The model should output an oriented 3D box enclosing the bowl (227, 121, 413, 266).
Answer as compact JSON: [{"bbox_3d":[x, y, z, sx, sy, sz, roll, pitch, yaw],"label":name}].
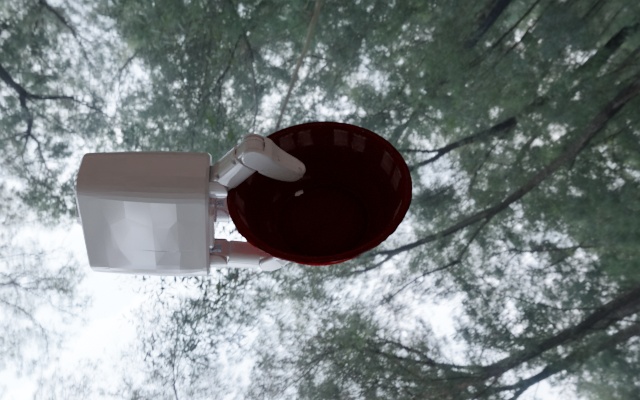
[{"bbox_3d":[0.001,0.002,0.434,0.162,0.162,0.055,0,-39,6],"label":"bowl"}]
